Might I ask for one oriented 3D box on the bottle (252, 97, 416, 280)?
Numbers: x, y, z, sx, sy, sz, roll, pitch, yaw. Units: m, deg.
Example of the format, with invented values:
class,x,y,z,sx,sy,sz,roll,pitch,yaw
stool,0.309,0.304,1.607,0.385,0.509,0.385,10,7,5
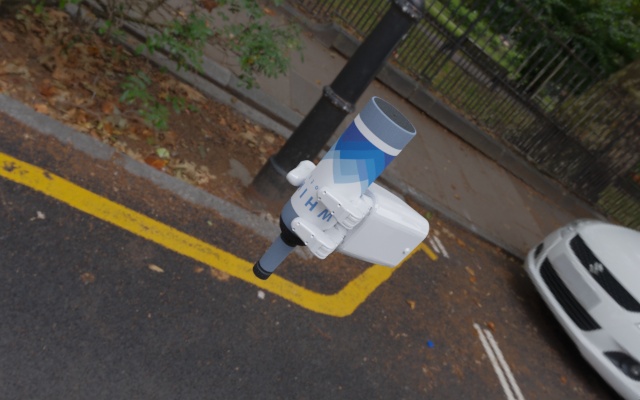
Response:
class,x,y,z,sx,sy,sz,roll,pitch,yaw
bottle,0.000,0.002,0.617,0.069,0.069,0.296,0,-43,-53
